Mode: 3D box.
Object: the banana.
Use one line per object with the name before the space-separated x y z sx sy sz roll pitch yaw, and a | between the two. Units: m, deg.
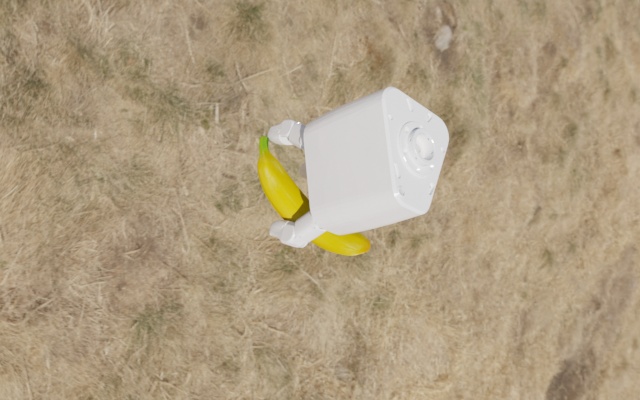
banana | -0.010 0.013 0.560 0.037 0.069 0.198 -19 -59 47
